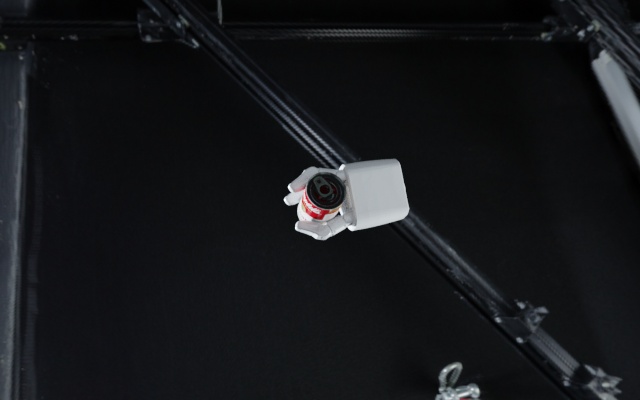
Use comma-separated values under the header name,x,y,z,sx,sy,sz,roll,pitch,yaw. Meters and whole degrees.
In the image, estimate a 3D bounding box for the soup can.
name,x,y,z,sx,sy,sz,roll,pitch,yaw
soup can,0.000,0.003,0.822,0.068,0.068,0.102,0,-23,-12
